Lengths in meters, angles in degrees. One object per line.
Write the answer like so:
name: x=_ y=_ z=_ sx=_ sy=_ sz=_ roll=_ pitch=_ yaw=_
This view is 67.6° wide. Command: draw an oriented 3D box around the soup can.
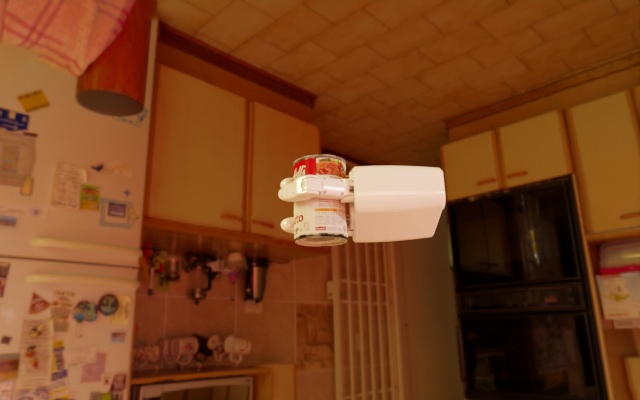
soup can: x=0.000 y=0.002 z=0.598 sx=0.068 sy=0.102 sz=0.068 roll=-1 pitch=-15 yaw=0
